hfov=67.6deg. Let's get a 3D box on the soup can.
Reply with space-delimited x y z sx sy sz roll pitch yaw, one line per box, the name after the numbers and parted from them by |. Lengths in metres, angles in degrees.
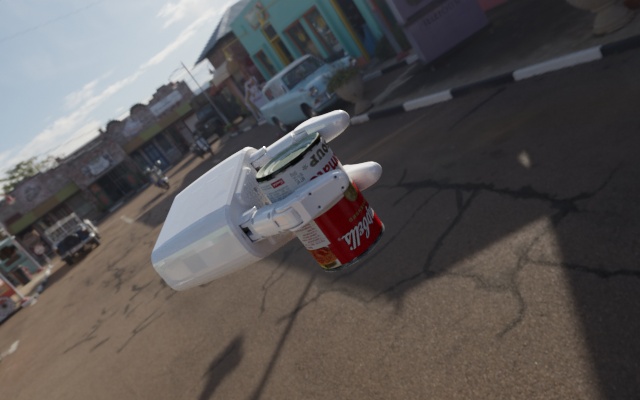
0.000 0.001 0.412 0.068 0.102 0.068 -32 17 11 | soup can
